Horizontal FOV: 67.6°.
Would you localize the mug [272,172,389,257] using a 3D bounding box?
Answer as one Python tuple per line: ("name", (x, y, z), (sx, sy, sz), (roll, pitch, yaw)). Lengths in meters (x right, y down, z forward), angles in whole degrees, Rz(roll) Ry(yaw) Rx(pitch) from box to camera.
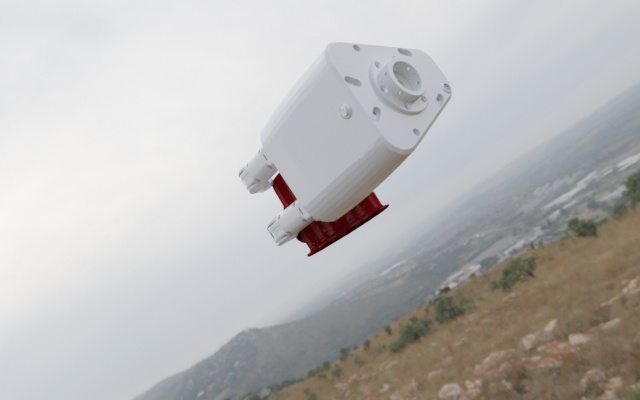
("mug", (-0.001, 0.002, 0.477), (0.093, 0.081, 0.117), (-26, -10, -40))
